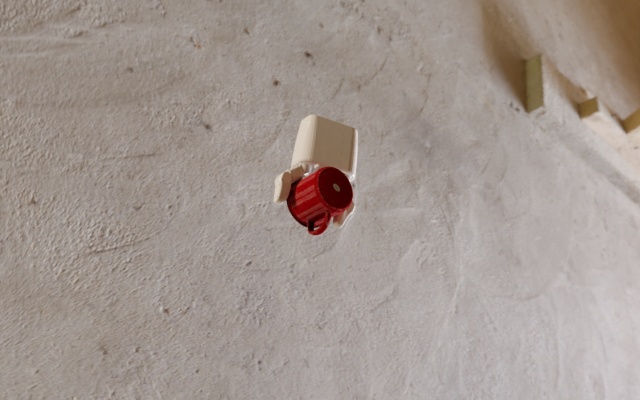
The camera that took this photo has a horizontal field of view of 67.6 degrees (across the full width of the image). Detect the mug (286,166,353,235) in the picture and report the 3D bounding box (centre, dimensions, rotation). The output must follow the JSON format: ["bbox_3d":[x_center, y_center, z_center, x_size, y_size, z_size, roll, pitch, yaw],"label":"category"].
[{"bbox_3d":[0.000,0.004,0.811,0.093,0.117,0.081,25,-33,-29],"label":"mug"}]
